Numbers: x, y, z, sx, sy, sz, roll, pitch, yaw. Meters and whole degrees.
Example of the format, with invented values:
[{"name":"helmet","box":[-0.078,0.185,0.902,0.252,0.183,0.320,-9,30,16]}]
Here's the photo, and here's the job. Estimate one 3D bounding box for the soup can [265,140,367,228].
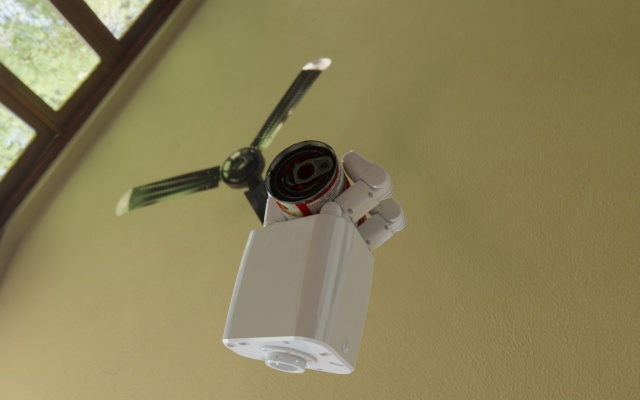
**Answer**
[{"name":"soup can","box":[0.000,0.001,0.453,0.068,0.068,0.102,0,-33,25]}]
